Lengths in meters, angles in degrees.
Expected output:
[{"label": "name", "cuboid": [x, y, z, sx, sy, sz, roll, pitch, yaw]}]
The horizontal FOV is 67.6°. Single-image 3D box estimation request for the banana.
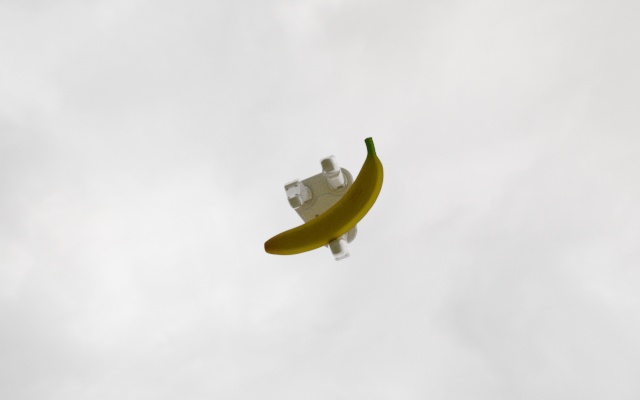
[{"label": "banana", "cuboid": [0.016, 0.012, 0.607, 0.069, 0.198, 0.037, 44, 6, -3]}]
